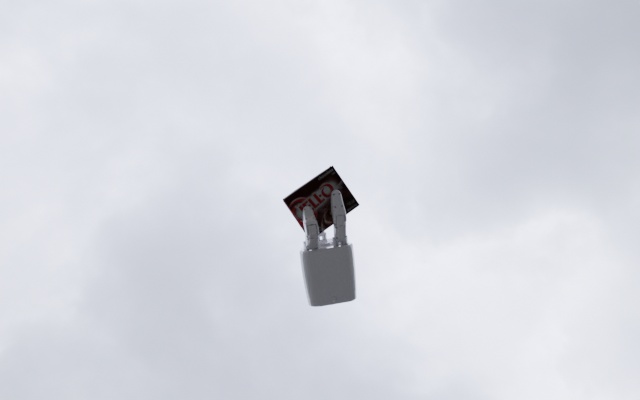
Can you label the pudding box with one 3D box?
[{"bbox_3d":[0.000,0.003,0.880,0.113,0.090,0.039,-36,8,-6],"label":"pudding box"}]
